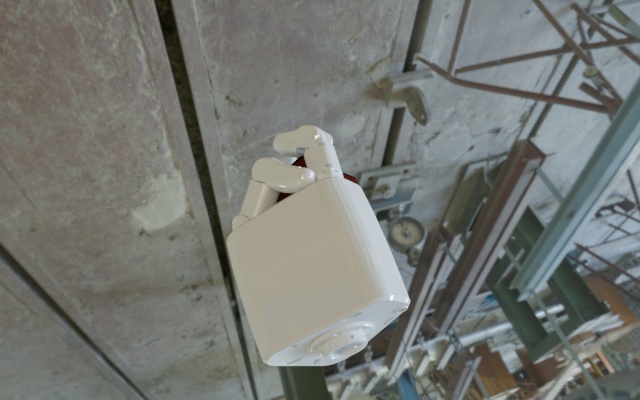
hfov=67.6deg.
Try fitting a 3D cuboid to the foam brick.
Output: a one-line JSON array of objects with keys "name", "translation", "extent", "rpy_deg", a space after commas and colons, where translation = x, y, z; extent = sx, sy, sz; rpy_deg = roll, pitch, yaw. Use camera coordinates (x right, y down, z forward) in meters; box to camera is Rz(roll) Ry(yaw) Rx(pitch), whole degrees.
[{"name": "foam brick", "translation": [0.000, 0.001, 0.441], "extent": [0.053, 0.051, 0.078], "rpy_deg": [-40, -37, 25]}]
